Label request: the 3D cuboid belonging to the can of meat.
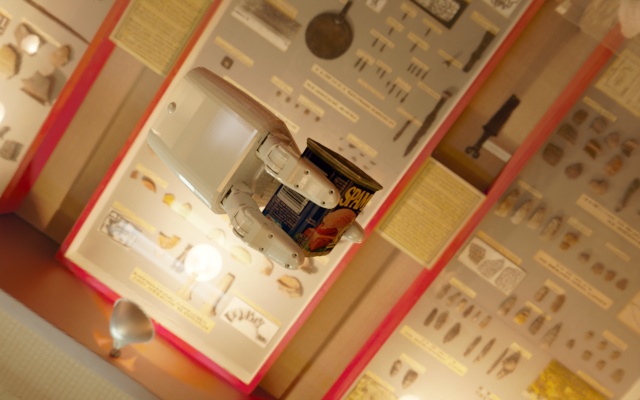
[{"bbox_3d":[0.000,0.002,0.418,0.057,0.084,0.102,39,9,20],"label":"can of meat"}]
